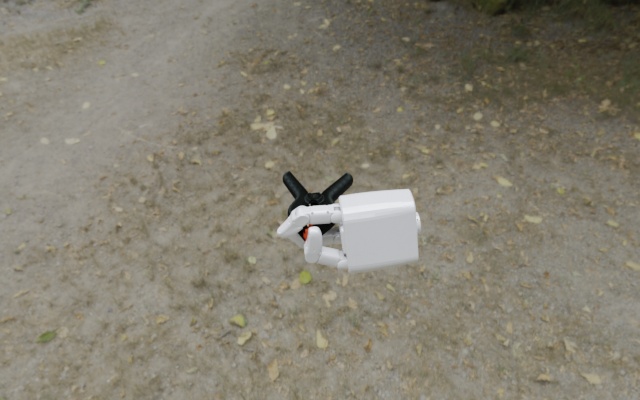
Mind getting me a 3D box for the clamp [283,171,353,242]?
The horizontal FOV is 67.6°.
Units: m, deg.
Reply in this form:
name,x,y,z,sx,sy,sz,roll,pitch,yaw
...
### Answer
name,x,y,z,sx,sy,sz,roll,pitch,yaw
clamp,0.000,0.002,0.768,0.120,0.039,0.171,-8,39,1
